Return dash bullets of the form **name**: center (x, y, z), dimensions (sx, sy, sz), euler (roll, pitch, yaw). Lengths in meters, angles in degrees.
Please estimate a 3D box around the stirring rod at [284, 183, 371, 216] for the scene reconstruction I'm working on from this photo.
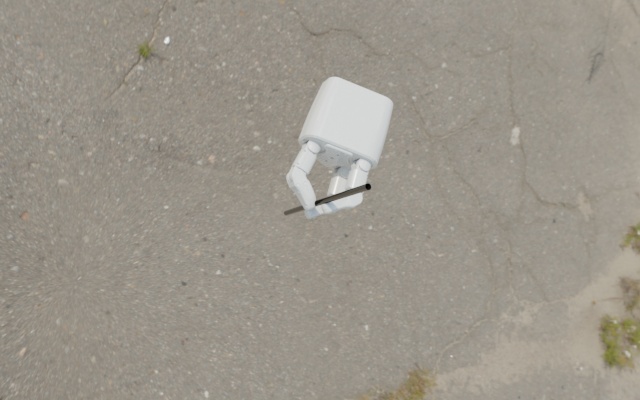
- **stirring rod**: center (0.000, 0.002, 0.648), dimensions (0.011, 0.011, 0.239), euler (0, -9, -27)
